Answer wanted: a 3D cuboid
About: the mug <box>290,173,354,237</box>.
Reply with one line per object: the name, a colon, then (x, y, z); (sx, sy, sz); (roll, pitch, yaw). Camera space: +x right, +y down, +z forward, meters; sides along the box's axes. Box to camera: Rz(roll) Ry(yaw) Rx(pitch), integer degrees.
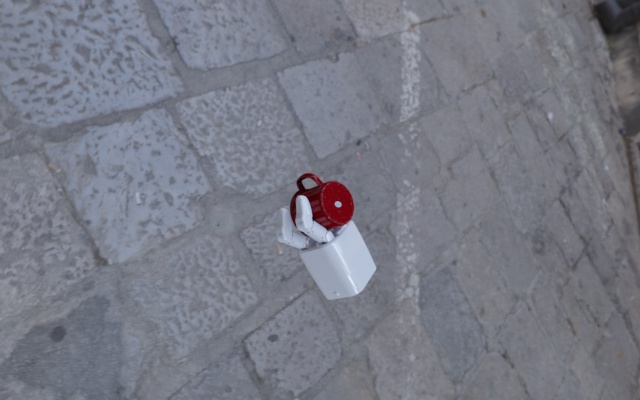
mug: (0.000, 0.001, 0.853); (0.081, 0.117, 0.093); (-21, 11, 47)
